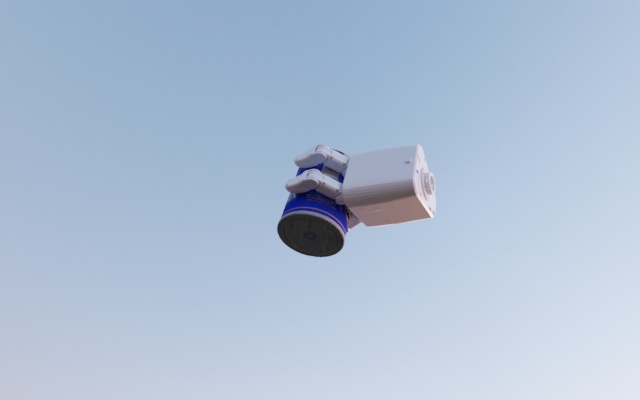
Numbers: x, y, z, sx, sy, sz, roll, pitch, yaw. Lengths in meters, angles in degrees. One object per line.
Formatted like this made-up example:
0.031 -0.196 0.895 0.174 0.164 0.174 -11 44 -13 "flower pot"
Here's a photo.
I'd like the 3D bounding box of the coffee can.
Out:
0.000 0.003 0.746 0.103 0.140 0.103 9 -40 8 "coffee can"
